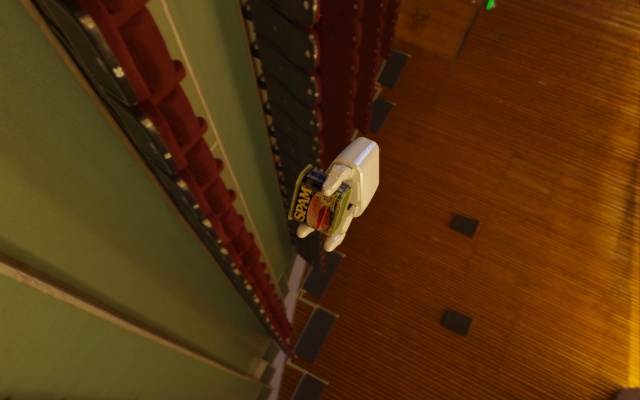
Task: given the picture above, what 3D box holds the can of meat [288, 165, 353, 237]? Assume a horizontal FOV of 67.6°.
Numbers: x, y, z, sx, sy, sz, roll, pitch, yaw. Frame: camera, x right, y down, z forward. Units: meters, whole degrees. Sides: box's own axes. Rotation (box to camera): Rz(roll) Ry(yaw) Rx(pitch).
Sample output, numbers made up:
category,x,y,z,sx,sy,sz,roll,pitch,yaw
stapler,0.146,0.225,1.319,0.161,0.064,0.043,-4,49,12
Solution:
category,x,y,z,sx,sy,sz,roll,pitch,yaw
can of meat,0.000,0.003,0.811,0.084,0.102,0.057,25,36,12
